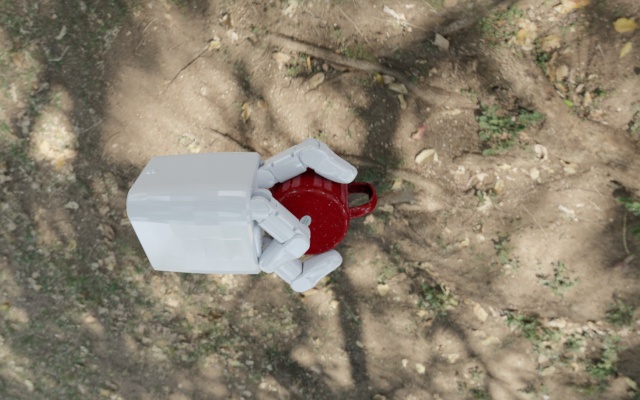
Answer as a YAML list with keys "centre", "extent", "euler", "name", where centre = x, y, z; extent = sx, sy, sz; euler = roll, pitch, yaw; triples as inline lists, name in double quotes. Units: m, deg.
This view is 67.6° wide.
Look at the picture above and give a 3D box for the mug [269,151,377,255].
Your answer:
- centre: [0.002, 0.002, 0.493]
  extent: [0.117, 0.093, 0.081]
  euler: [-1, 32, 1]
  name: "mug"
